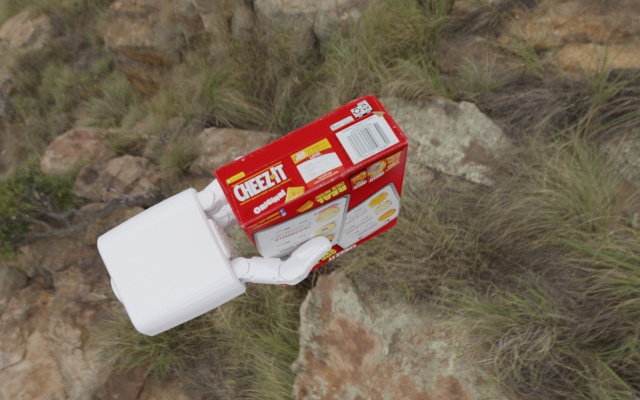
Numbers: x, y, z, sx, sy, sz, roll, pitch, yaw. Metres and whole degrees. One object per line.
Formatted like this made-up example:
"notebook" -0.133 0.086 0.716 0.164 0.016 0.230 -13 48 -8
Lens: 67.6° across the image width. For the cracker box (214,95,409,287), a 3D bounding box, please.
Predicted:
"cracker box" 0.000 0.002 0.508 0.164 0.072 0.214 -28 -22 -6
